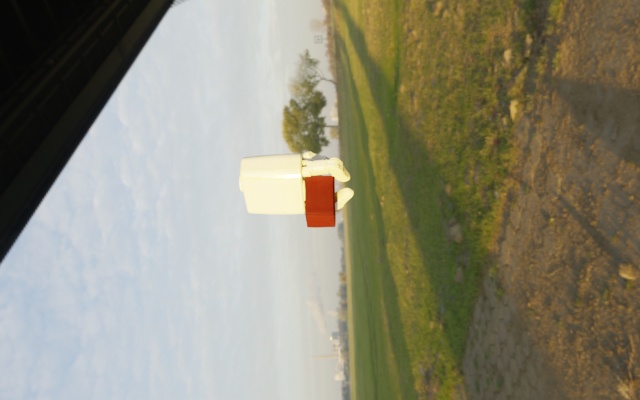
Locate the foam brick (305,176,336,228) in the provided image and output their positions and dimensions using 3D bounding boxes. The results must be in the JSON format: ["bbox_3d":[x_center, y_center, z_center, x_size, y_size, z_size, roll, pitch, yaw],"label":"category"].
[{"bbox_3d":[0.000,0.003,0.829,0.051,0.078,0.053,-1,-28,1],"label":"foam brick"}]
